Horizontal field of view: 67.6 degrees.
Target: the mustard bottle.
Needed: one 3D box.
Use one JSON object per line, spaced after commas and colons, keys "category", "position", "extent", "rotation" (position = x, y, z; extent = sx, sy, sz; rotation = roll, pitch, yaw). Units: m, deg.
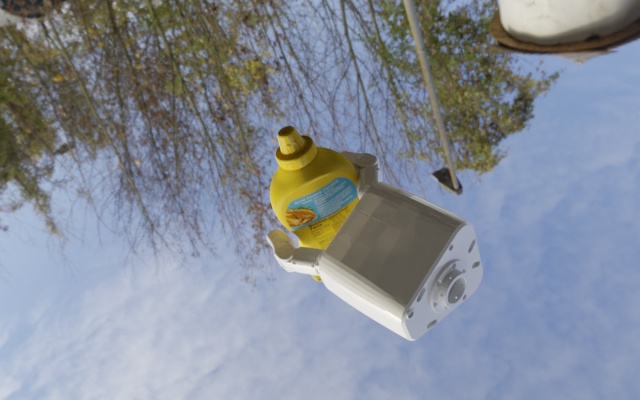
{"category": "mustard bottle", "position": [0.000, 0.002, 0.512], "extent": [0.096, 0.192, 0.058], "rotation": [-27, 39, 0]}
